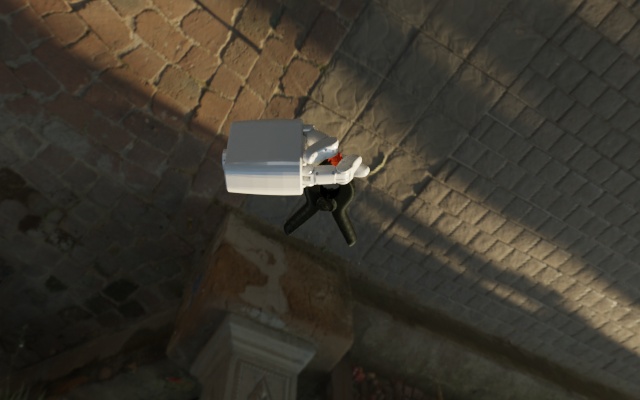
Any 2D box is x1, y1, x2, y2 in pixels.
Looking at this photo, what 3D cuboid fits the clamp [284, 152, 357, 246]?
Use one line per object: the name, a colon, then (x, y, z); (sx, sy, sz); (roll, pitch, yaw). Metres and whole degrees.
clamp: (0.000, 0.003, 0.743); (0.120, 0.172, 0.039); (0, 36, -1)
